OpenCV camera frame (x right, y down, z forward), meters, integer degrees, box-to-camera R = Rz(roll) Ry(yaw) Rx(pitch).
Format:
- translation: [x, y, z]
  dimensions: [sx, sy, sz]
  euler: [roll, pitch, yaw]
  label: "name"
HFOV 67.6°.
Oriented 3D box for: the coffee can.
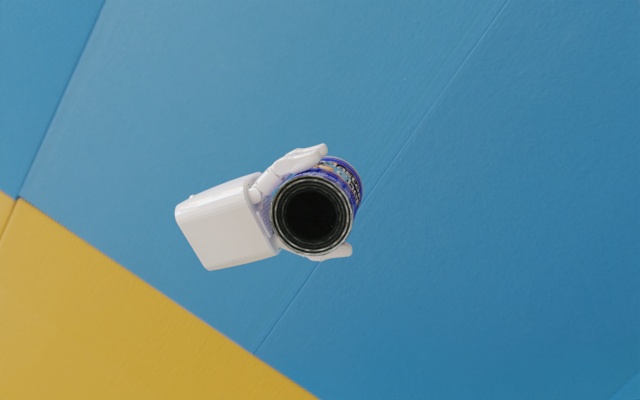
- translation: [0.000, 0.002, 0.637]
  dimensions: [0.103, 0.103, 0.140]
  euler: [0, 14, 10]
  label: "coffee can"
